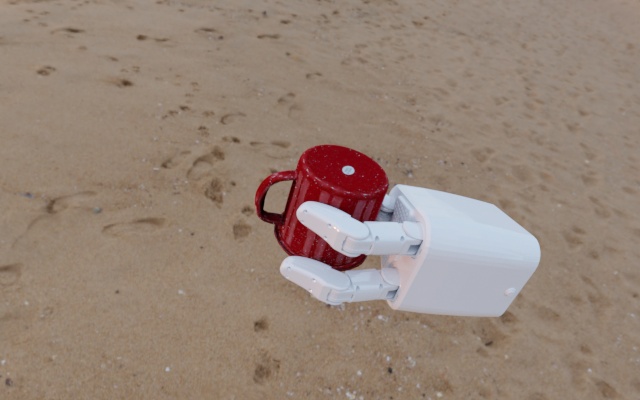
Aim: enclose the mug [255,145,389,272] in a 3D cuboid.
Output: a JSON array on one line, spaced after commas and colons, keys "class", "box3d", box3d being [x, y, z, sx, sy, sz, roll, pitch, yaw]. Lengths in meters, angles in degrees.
[{"class": "mug", "box3d": [-0.001, 0.001, 0.428, 0.117, 0.081, 0.093, 9, 35, -13]}]
